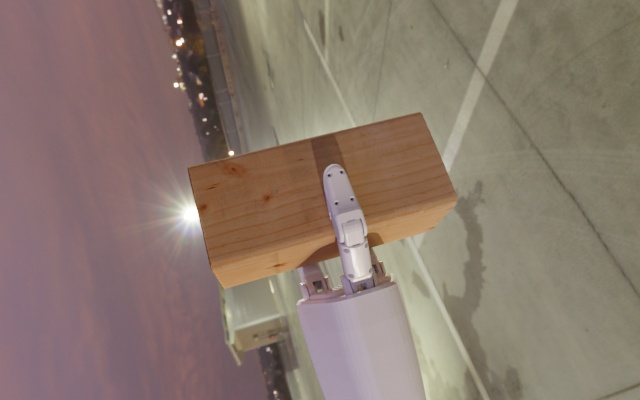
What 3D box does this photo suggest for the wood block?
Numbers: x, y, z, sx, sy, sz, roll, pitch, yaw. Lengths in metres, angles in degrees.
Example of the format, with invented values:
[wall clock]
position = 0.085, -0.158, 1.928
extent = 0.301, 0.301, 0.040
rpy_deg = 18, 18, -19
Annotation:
[wood block]
position = 0.000, 0.002, 0.428
extent = 0.206, 0.090, 0.091
rpy_deg = -15, -19, -9
